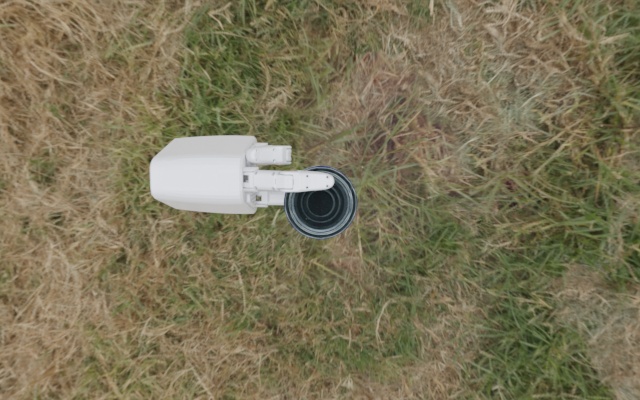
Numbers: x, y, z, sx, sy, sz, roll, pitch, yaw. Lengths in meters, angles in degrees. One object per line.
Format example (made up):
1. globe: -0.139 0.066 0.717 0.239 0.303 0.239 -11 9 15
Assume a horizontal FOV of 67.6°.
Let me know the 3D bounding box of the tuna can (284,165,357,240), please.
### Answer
1. tuna can: 0.000 0.002 0.557 0.086 0.086 0.034 0 4 -1
